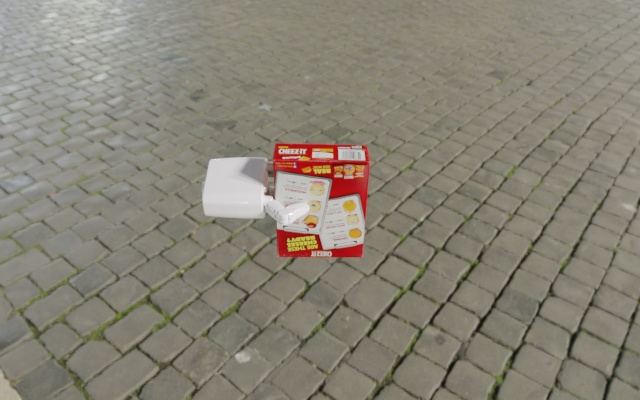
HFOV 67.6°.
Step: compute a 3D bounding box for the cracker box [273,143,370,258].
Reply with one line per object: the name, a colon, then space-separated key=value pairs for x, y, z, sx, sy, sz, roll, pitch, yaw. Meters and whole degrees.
cracker box: x=0.000 y=0.003 z=0.871 sx=0.164 sy=0.214 sz=0.072 roll=1 pitch=35 yaw=0
